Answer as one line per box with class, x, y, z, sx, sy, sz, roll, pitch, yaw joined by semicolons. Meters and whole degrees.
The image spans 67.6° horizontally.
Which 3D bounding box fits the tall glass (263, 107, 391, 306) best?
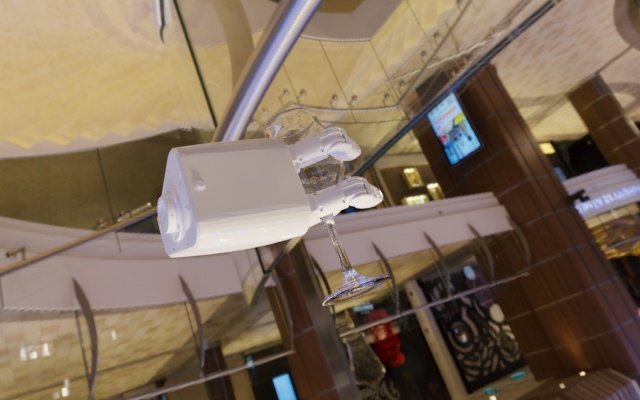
tall glass;0.000;0.002;0.499;0.079;0.201;0.079;-19;-20;-7
